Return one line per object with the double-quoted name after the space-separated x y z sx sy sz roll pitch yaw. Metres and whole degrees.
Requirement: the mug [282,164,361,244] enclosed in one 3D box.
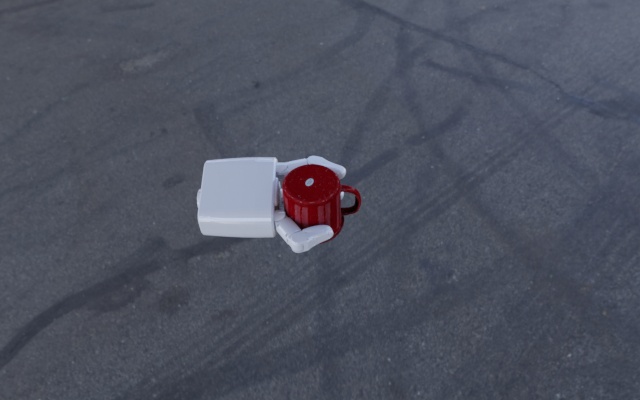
0.002 0.002 0.684 0.117 0.093 0.082 -2 -43 1 "mug"
